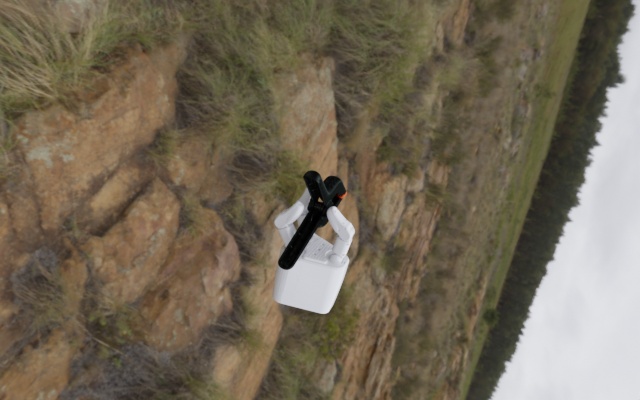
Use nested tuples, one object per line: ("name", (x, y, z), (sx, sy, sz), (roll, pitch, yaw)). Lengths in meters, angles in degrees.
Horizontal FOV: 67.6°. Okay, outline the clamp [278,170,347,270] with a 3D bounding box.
("clamp", (0.001, 0.003, 0.784), (0.036, 0.165, 0.210), (24, 29, 14))
